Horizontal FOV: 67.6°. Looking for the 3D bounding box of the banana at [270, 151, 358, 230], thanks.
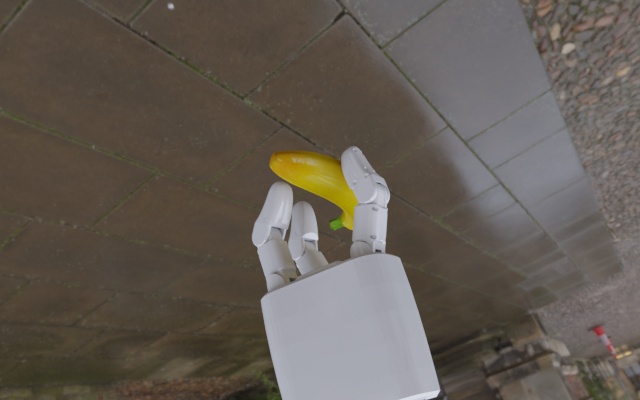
[{"bbox_3d":[0.019,-0.003,0.459,0.069,0.037,0.198,-17,-25,11],"label":"banana"}]
